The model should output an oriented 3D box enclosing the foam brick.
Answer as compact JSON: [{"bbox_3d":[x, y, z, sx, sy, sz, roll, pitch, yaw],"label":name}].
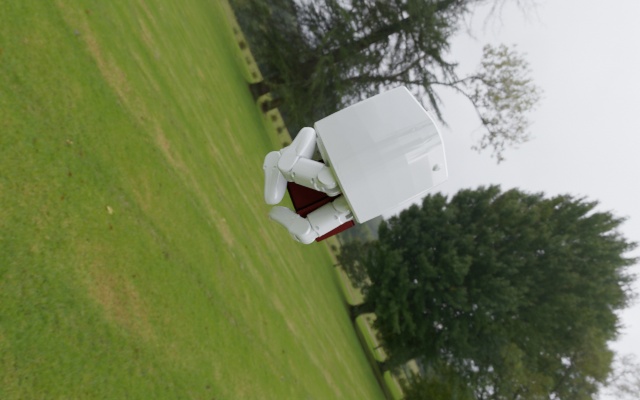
[{"bbox_3d":[0.000,0.002,0.545,0.051,0.053,0.078,-25,-35,4],"label":"foam brick"}]
